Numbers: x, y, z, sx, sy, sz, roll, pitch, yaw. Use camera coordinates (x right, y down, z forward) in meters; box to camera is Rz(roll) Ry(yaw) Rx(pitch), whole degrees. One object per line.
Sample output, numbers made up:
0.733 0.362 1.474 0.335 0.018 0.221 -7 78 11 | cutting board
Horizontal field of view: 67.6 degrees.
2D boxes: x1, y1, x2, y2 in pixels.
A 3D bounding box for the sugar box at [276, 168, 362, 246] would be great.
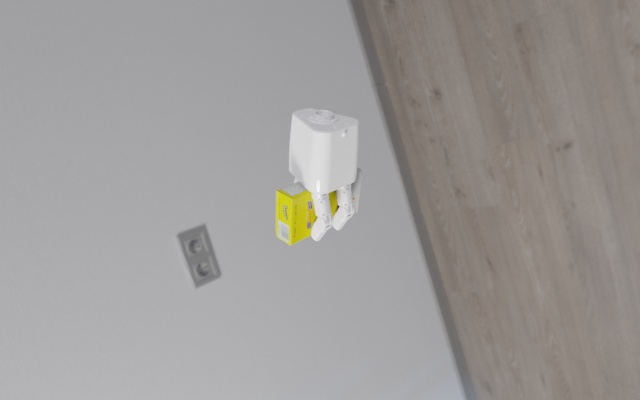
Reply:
0.000 0.003 0.837 0.176 0.093 0.048 -23 39 -38 | sugar box
